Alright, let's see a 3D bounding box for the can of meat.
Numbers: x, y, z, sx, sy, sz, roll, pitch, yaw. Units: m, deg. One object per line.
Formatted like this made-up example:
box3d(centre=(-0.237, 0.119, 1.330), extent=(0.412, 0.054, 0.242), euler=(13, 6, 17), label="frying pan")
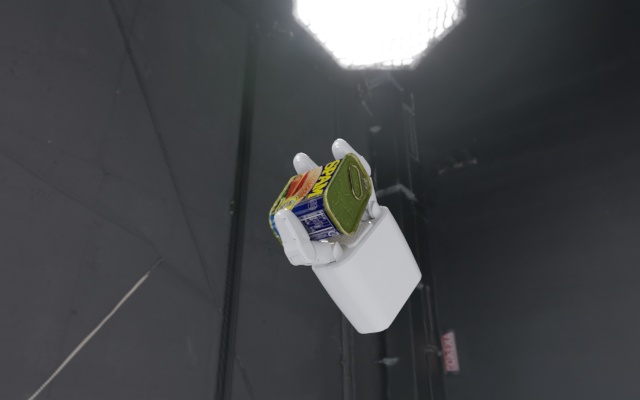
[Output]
box3d(centre=(0.000, 0.002, 0.528), extent=(0.084, 0.057, 0.102), euler=(-19, 27, 33), label="can of meat")
